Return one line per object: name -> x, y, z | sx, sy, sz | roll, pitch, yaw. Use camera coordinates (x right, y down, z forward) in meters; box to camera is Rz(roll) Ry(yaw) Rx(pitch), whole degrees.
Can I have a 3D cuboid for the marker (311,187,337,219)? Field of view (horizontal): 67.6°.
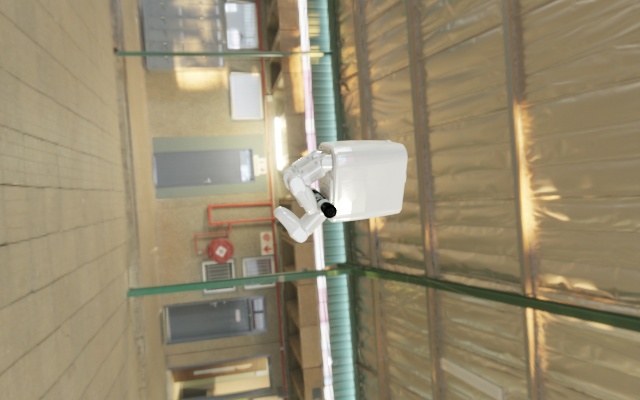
marker -> 0.000, 0.002, 0.660 | 0.020, 0.020, 0.121 | 0, 12, -13
